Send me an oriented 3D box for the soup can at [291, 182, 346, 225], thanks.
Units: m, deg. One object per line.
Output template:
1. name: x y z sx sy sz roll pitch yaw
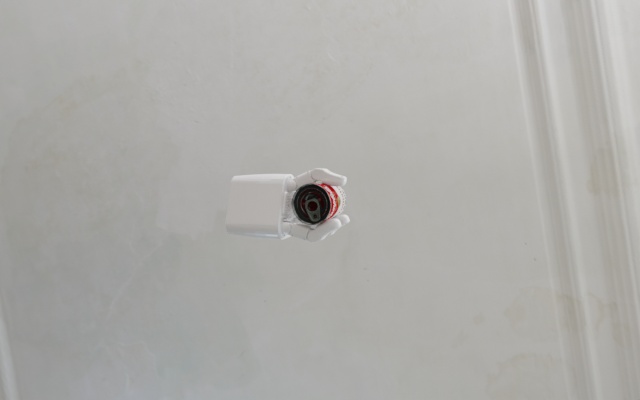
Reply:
1. soup can: 0.001 0.003 0.818 0.068 0.068 0.102 0 4 18
